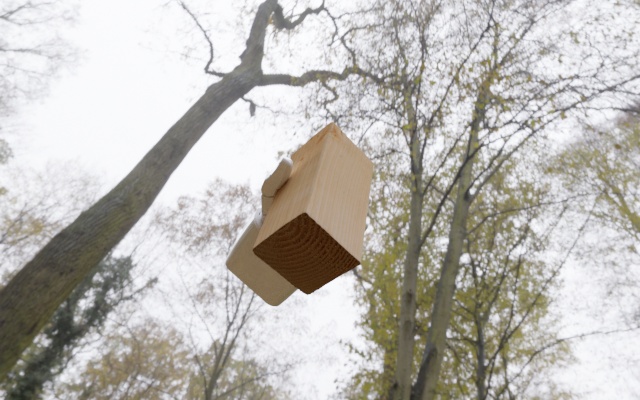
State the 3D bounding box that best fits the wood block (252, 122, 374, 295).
[{"bbox_3d":[0.000,0.002,0.601,0.090,0.091,0.206,-36,23,30],"label":"wood block"}]
